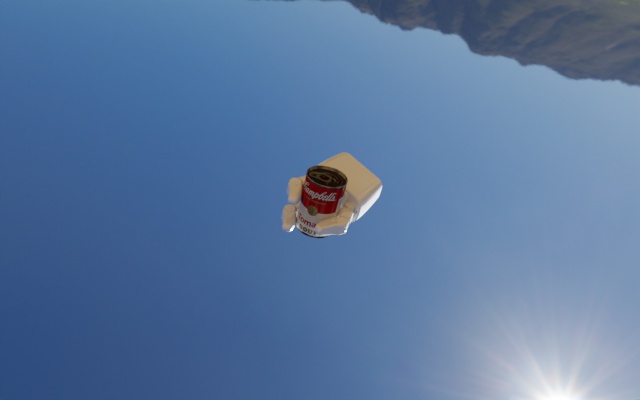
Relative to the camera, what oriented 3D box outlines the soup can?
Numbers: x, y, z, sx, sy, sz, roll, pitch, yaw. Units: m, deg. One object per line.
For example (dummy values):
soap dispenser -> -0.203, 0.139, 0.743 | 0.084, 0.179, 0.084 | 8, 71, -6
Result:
soup can -> 0.000, 0.003, 0.787 | 0.068, 0.102, 0.068 | 10, 32, -7
